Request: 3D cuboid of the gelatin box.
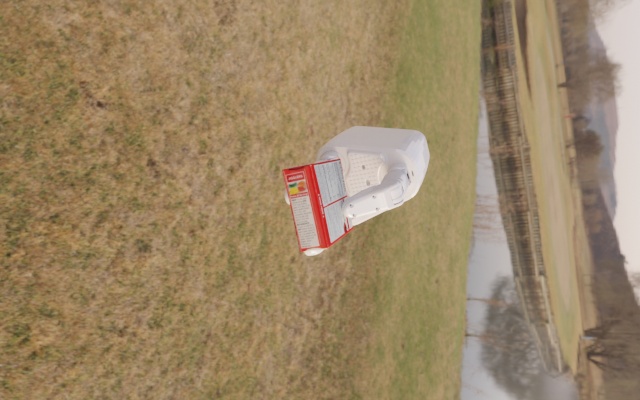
[{"bbox_3d":[0.000,0.001,0.441,0.030,0.073,0.089,-10,5,19],"label":"gelatin box"}]
